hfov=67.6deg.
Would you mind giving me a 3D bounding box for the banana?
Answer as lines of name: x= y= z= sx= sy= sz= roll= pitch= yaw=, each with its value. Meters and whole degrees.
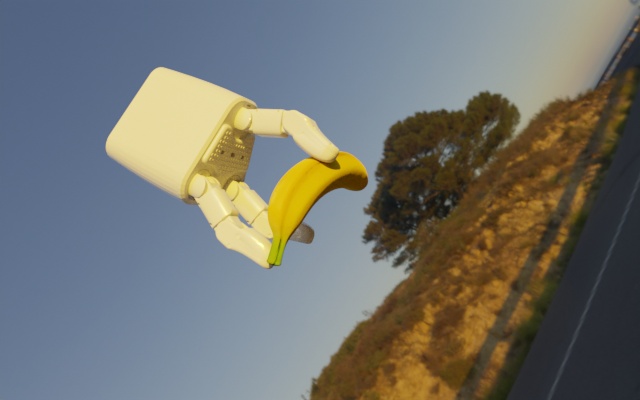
banana: x=0.002 y=-0.013 z=0.456 sx=0.037 sy=0.070 sz=0.197 roll=23 pitch=31 yaw=21
